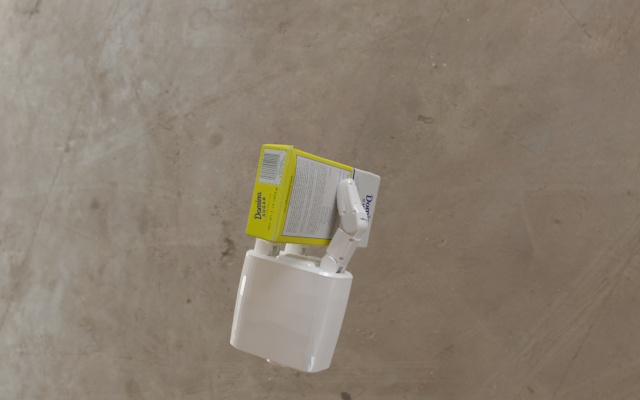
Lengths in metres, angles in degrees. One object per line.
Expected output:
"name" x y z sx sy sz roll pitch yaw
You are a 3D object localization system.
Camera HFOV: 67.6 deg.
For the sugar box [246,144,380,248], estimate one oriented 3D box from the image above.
"sugar box" 0.000 0.002 0.524 0.048 0.093 0.176 11 -1 33
